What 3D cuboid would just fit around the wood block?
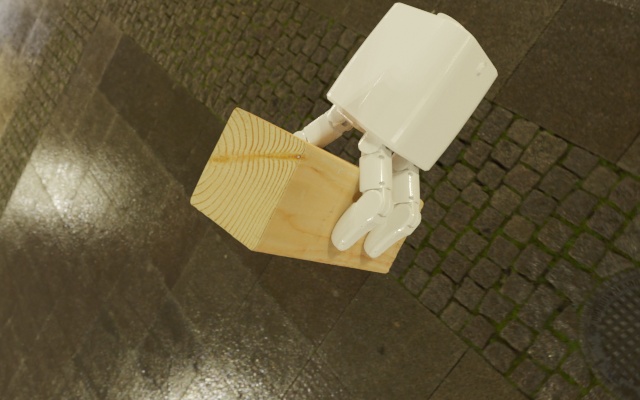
[{"bbox_3d":[0.000,0.001,0.445,0.090,0.090,0.206,31,7,37],"label":"wood block"}]
